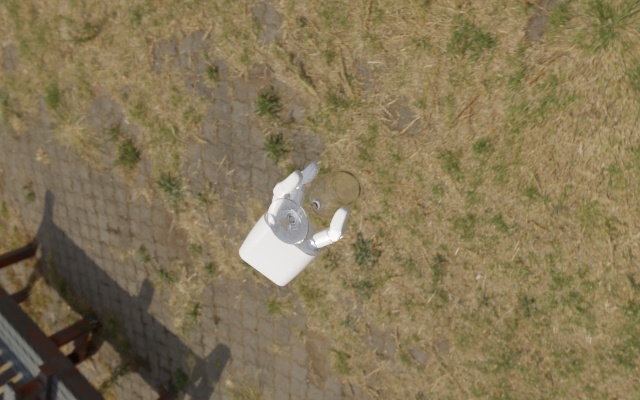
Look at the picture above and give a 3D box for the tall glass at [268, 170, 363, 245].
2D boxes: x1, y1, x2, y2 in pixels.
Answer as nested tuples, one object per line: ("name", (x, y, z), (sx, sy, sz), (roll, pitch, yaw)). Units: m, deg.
("tall glass", (0.000, 0.003, 0.795), (0.079, 0.079, 0.201), (0, 17, 32))
